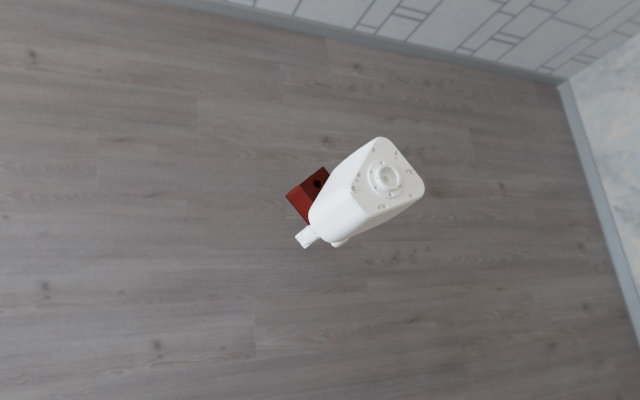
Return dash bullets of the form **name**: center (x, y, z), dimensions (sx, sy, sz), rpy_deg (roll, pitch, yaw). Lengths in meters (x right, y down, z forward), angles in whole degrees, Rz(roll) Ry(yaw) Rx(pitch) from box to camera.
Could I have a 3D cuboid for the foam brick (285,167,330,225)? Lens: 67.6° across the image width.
- **foam brick**: center (0.000, 0.002, 0.672), dimensions (0.053, 0.078, 0.051), rpy_deg (-39, 1, -32)
